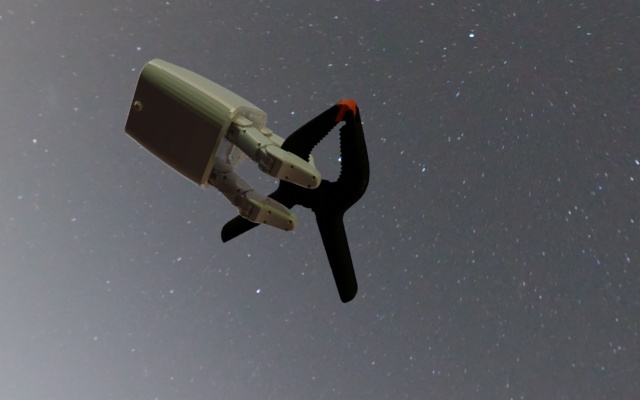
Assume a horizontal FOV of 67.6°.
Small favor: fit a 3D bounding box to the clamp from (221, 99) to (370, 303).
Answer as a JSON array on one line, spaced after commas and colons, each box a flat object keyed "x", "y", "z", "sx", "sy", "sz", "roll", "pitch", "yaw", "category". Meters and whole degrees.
[{"x": 0.000, "y": 0.001, "z": 0.489, "sx": 0.164, "sy": 0.210, "sz": 0.036, "roll": 31, "pitch": 27, "yaw": 4, "category": "clamp"}]
